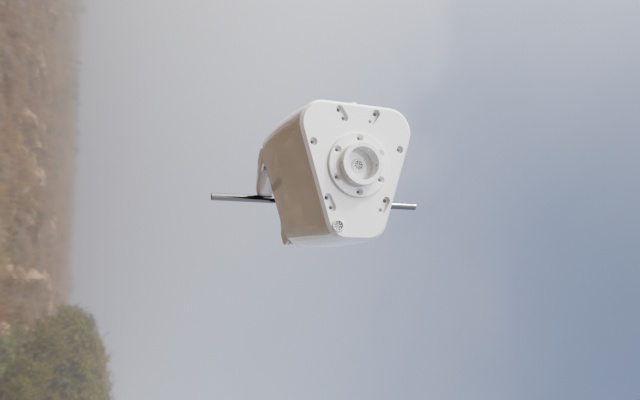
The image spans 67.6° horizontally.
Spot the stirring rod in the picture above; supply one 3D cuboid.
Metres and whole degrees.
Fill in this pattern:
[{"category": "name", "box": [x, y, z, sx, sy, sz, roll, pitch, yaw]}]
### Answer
[{"category": "stirring rod", "box": [0.000, 0.002, 0.534, 0.239, 0.011, 0.011, 3, -1, -20]}]
